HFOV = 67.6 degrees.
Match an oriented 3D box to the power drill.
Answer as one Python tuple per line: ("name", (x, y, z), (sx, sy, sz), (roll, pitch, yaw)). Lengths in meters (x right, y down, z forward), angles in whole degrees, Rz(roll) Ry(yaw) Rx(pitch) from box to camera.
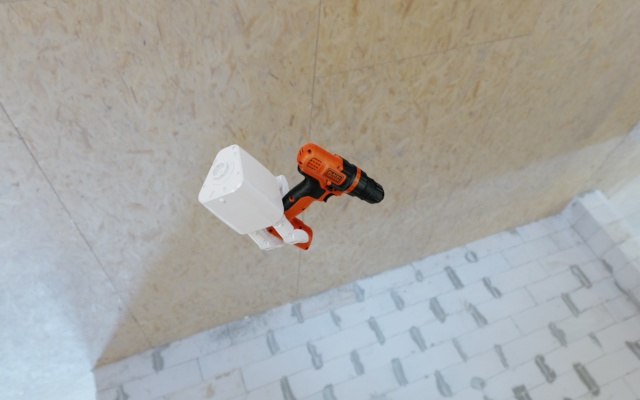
("power drill", (0.000, 0.003, 0.868), (0.184, 0.188, 0.057), (29, 24, -24))
